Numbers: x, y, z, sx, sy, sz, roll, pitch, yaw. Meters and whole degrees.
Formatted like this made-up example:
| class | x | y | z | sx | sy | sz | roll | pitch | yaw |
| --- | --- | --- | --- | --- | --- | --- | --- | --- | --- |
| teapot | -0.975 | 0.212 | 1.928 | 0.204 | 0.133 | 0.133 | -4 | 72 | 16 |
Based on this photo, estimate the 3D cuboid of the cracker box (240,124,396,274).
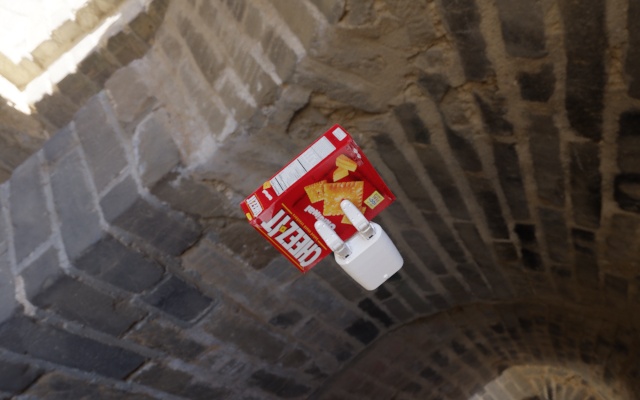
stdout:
| class | x | y | z | sx | sy | sz | roll | pitch | yaw |
| --- | --- | --- | --- | --- | --- | --- | --- | --- | --- |
| cracker box | 0.000 | 0.002 | 0.814 | 0.164 | 0.214 | 0.072 | 49 | 3 | -37 |
